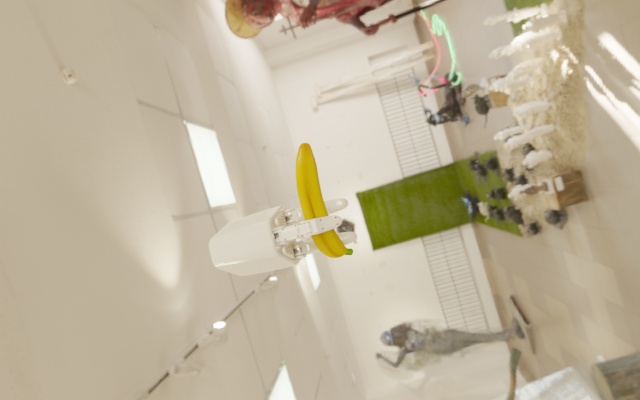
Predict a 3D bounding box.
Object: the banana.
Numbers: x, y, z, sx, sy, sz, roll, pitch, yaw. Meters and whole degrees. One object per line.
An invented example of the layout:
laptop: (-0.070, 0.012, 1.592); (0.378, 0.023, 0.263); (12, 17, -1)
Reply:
banana: (-0.004, 0.012, 0.727); (0.037, 0.198, 0.069); (-15, 16, 21)
